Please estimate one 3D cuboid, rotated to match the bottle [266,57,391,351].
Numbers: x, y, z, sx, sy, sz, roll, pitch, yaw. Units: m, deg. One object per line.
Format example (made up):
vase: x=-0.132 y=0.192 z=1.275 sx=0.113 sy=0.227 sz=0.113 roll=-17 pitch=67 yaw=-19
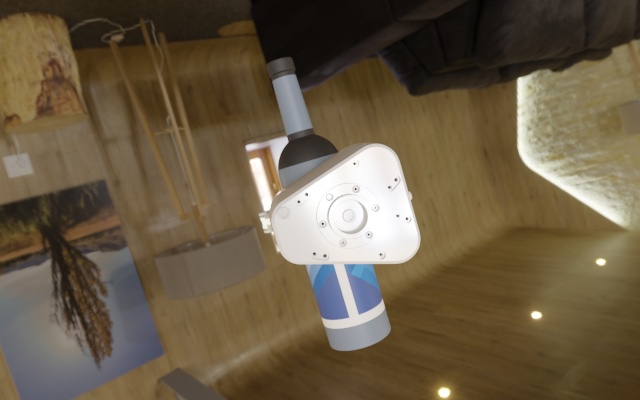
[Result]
bottle: x=0.000 y=0.002 z=0.489 sx=0.069 sy=0.296 sz=0.069 roll=-16 pitch=5 yaw=1
